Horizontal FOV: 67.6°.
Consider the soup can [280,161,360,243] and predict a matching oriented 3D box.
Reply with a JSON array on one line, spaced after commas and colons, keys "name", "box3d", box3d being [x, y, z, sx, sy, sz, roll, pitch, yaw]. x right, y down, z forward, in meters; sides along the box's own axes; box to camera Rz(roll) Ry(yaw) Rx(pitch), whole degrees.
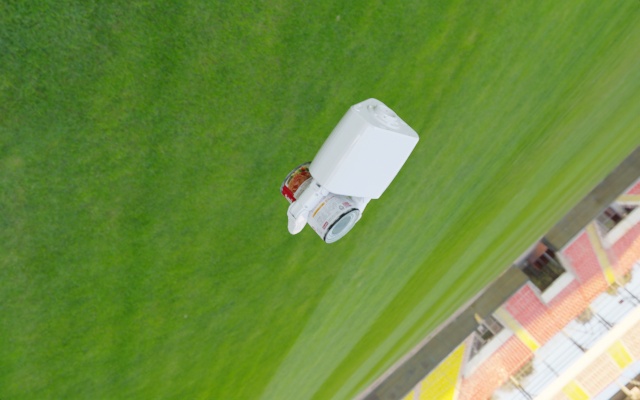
[{"name": "soup can", "box3d": [0.000, 0.003, 0.684, 0.102, 0.068, 0.068, 47, 22, 22]}]
